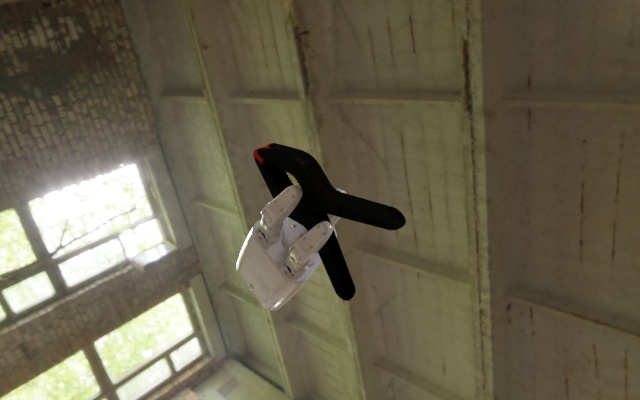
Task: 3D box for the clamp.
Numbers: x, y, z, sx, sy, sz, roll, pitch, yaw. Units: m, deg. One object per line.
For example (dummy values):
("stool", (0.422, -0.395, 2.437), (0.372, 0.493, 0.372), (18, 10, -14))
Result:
("clamp", (0.000, 0.001, 0.553), (0.036, 0.210, 0.165), (-29, -17, -38))
